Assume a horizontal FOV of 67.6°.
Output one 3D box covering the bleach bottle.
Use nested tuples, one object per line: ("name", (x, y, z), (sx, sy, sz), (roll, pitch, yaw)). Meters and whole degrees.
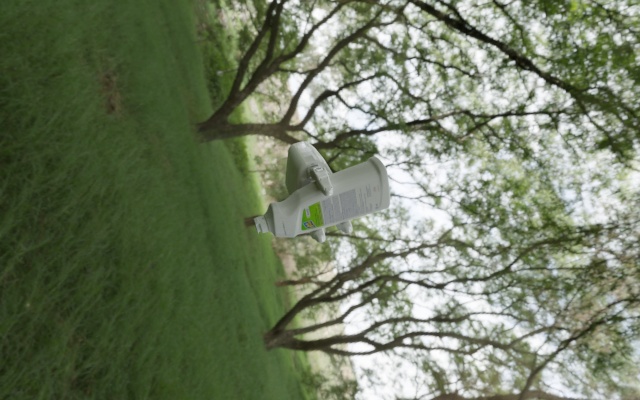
("bleach bottle", (0.000, 0.003, 0.874), (0.251, 0.103, 0.068), (-17, 34, -10))
